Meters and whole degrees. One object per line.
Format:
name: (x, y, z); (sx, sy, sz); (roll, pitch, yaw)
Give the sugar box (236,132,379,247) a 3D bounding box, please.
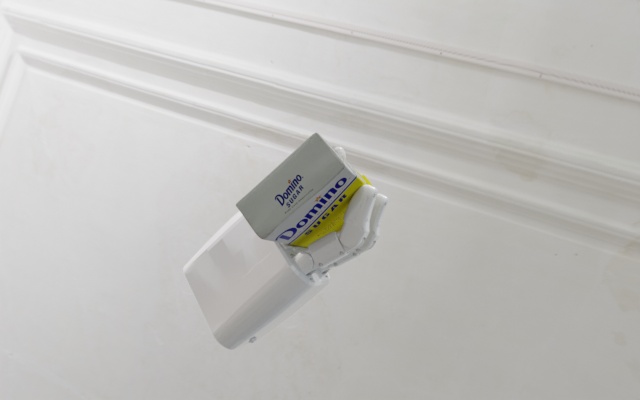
sugar box: (0.000, 0.002, 0.461); (0.093, 0.048, 0.176); (-41, -15, 8)
